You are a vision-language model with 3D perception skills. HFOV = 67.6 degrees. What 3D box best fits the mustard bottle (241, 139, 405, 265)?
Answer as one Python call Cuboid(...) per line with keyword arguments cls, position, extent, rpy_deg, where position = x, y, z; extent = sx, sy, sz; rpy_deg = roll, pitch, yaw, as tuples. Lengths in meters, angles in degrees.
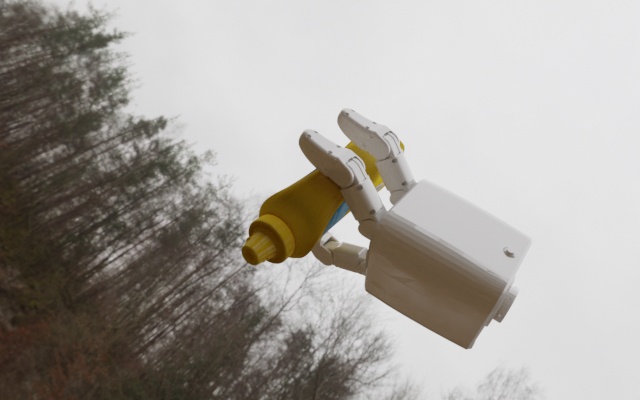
Cuboid(cls="mustard bottle", position=(0.000, 0.001, 0.436), extent=(0.191, 0.058, 0.096), rpy_deg=(-38, -6, -43))
